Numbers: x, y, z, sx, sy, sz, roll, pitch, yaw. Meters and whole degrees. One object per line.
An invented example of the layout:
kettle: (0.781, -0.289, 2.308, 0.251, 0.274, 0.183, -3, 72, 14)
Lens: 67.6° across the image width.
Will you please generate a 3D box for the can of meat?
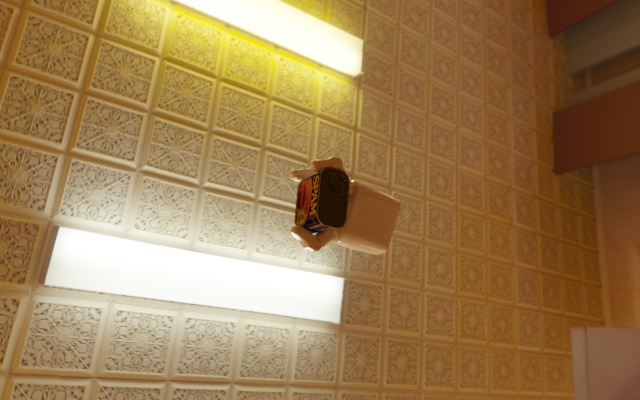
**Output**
can of meat: (0.000, 0.003, 0.809, 0.057, 0.102, 0.084, 15, -19, -29)
